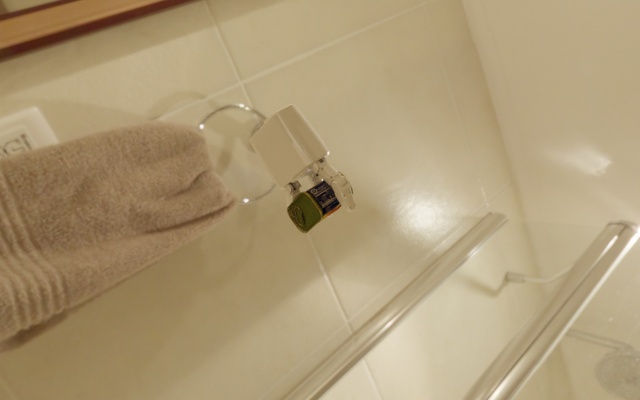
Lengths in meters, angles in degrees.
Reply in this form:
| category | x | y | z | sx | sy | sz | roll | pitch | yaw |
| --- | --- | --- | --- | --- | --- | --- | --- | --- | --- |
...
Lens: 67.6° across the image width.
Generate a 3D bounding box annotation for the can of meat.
| category | x | y | z | sx | sy | sz | roll | pitch | yaw |
| --- | --- | --- | --- | --- | --- | --- | --- | --- | --- |
| can of meat | 0.000 | 0.003 | 0.832 | 0.084 | 0.057 | 0.102 | -34 | -6 | -31 |
